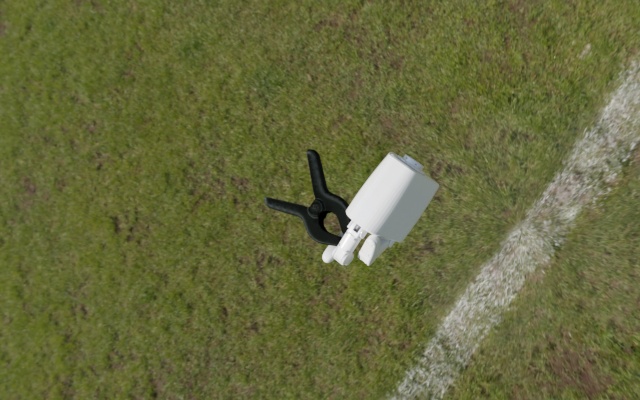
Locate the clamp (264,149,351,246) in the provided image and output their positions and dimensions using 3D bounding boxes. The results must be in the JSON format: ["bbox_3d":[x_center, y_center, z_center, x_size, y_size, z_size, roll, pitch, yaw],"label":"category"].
[{"bbox_3d":[0.000,0.003,0.751,0.171,0.120,0.039,38,14,20],"label":"clamp"}]
